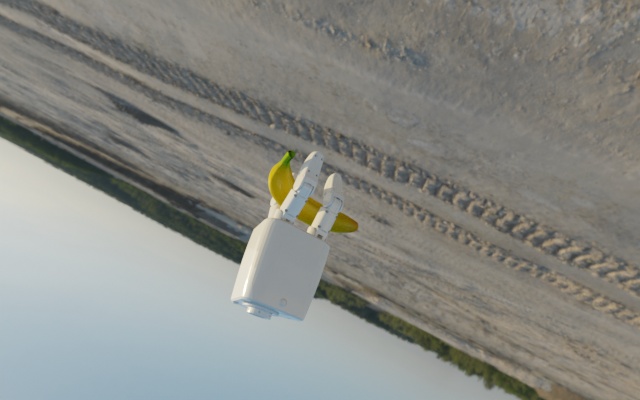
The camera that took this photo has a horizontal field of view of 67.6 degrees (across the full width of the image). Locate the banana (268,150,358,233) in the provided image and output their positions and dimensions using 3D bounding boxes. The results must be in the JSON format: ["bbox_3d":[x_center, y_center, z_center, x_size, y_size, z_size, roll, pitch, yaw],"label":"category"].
[{"bbox_3d":[-0.018,0.004,0.681,0.069,0.037,0.198,-11,-36,29],"label":"banana"}]
